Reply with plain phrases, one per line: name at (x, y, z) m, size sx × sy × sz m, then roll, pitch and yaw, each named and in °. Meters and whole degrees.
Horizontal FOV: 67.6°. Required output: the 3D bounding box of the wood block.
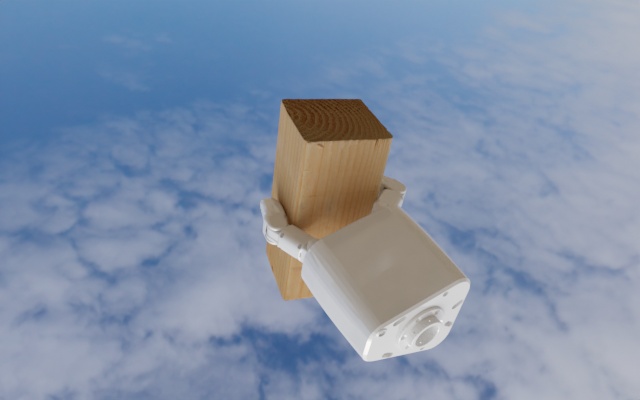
wood block at (0.000, 0.002, 0.523) m, size 0.091 × 0.206 × 0.090 m, roll -4°, pitch 38°, yaw -20°
